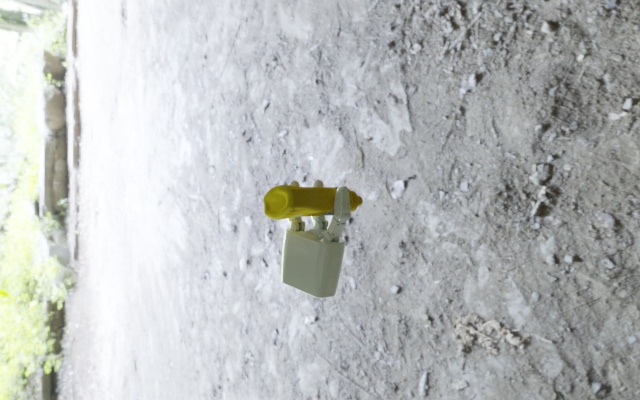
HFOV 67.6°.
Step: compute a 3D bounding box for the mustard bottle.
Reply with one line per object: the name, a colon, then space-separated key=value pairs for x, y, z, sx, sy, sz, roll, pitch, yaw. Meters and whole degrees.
mustard bottle: x=0.000 y=0.002 z=0.867 sx=0.191 sy=0.058 sz=0.096 roll=0 pitch=-10 yaw=-37
